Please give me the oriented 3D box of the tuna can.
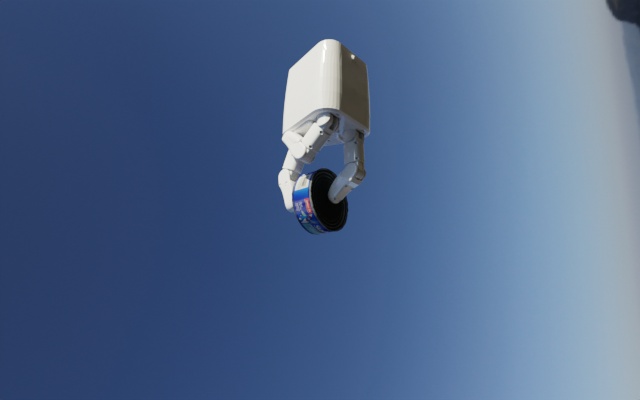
[{"bbox_3d":[0.000,0.002,0.639,0.034,0.086,0.086,-14,-8,34],"label":"tuna can"}]
